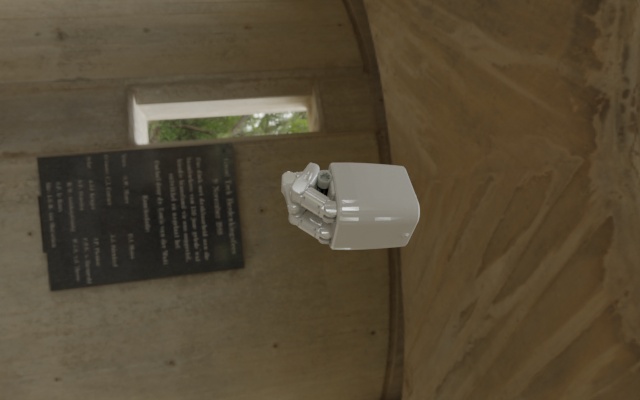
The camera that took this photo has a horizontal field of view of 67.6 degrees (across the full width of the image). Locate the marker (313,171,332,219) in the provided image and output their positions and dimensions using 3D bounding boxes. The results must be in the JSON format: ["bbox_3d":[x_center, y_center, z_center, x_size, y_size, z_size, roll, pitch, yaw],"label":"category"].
[{"bbox_3d":[0.000,0.002,0.670,0.020,0.020,0.121,0,-33,-7],"label":"marker"}]
